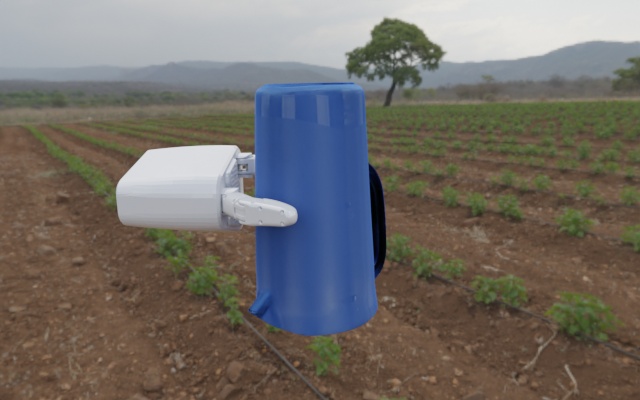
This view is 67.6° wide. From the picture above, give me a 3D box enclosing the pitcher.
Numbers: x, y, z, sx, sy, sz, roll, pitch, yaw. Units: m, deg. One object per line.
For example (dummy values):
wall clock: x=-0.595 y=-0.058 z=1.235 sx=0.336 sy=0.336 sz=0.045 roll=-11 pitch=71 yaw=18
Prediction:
pitcher: x=0.000 y=0.002 z=0.502 sx=0.145 sy=0.243 sz=0.149 roll=0 pitch=13 yaw=5
